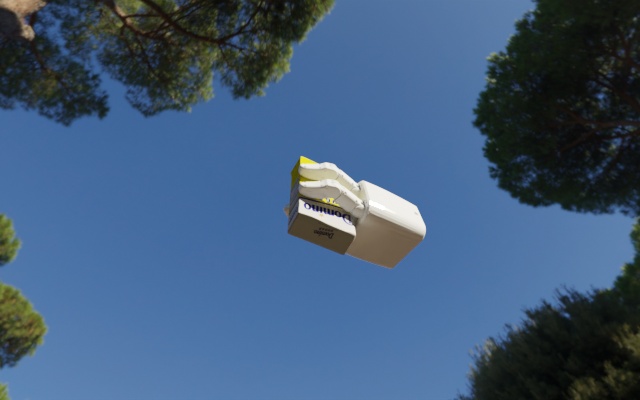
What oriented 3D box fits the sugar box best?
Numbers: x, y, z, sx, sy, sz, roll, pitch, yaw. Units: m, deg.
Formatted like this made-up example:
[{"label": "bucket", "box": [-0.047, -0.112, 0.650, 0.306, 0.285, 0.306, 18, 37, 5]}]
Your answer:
[{"label": "sugar box", "box": [0.000, 0.002, 0.738, 0.093, 0.048, 0.176, 22, 26, -15]}]
